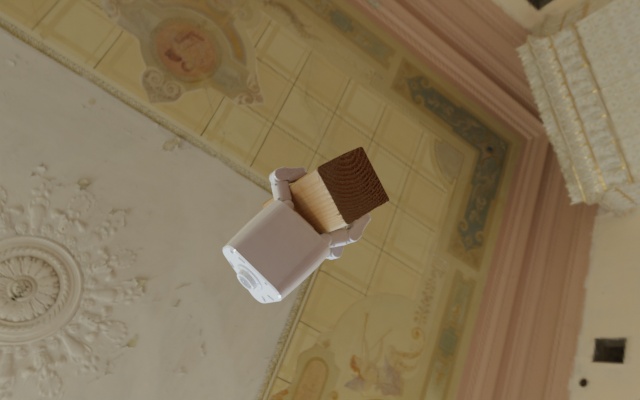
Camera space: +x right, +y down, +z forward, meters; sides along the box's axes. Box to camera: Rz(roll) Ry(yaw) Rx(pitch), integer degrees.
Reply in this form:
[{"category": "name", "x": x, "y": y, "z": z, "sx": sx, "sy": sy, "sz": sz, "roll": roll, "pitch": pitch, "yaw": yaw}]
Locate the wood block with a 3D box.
[{"category": "wood block", "x": 0.000, "y": 0.002, "z": 0.749, "sx": 0.090, "sy": 0.091, "sz": 0.206, "roll": -28, "pitch": 1, "yaw": -32}]
